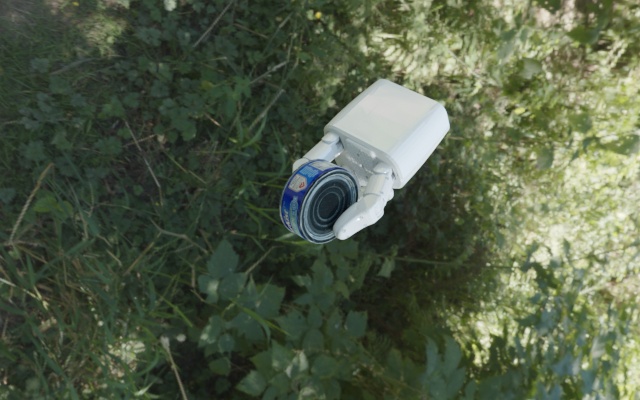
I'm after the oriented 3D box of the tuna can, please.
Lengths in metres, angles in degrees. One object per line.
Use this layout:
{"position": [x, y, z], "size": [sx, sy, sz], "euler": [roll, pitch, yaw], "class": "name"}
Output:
{"position": [0.000, 0.002, 0.504], "size": [0.086, 0.086, 0.033], "euler": [0, 20, -45], "class": "tuna can"}
